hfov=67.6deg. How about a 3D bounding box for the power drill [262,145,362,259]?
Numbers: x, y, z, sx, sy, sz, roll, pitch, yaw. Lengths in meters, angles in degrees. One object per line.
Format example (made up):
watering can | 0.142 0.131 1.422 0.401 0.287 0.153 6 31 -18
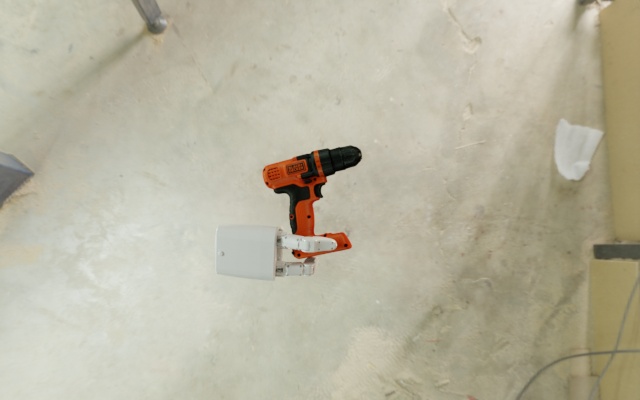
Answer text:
power drill | 0.000 0.003 0.858 0.184 0.187 0.057 -14 -8 8
